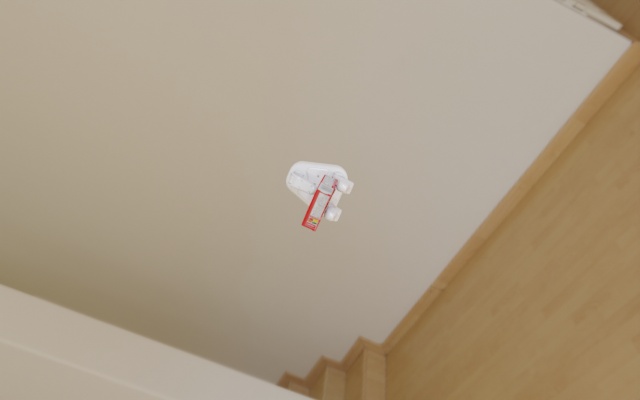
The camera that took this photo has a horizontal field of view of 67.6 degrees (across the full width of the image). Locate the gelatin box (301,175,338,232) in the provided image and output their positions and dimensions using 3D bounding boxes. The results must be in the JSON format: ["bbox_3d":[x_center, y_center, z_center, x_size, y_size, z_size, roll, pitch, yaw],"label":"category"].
[{"bbox_3d":[0.000,0.003,0.829,0.030,0.073,0.089,25,21,1],"label":"gelatin box"}]
